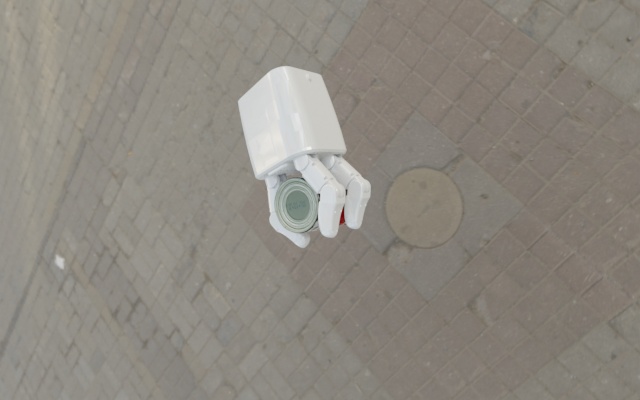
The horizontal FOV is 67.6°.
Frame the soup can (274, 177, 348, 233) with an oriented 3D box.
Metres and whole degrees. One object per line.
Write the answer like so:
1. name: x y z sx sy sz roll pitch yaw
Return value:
1. soup can: 0.000 0.002 0.592 0.068 0.068 0.102 0 4 35
